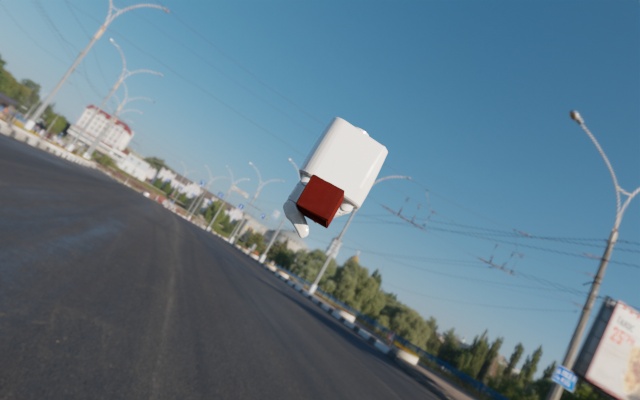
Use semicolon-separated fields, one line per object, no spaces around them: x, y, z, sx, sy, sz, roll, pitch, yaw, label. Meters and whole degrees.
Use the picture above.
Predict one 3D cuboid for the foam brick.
0.000;0.002;0.702;0.053;0.051;0.078;29;-9;6;foam brick
